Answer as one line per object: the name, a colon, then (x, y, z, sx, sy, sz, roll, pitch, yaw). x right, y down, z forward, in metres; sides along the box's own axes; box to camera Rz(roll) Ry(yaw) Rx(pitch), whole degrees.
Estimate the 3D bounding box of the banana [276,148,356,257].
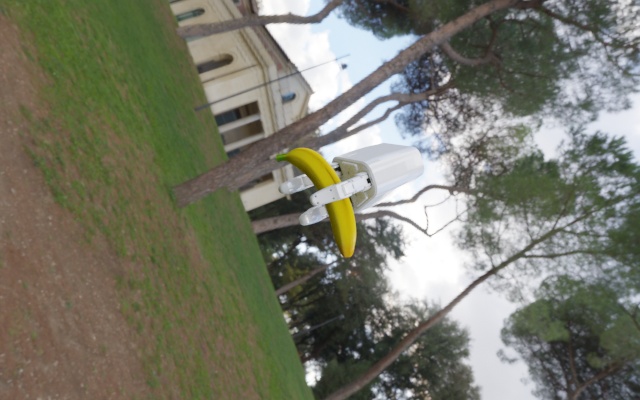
banana: (0.007, -0.010, 0.722, 0.037, 0.197, 0.070, -20, -19, -43)
